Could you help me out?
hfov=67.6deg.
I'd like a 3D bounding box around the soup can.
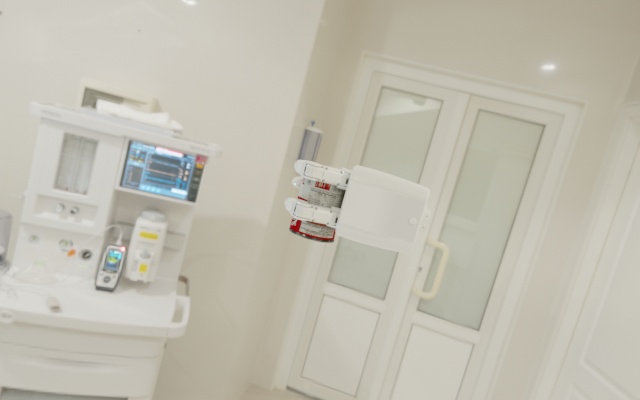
[{"bbox_3d":[0.000,0.002,0.685,0.068,0.102,0.068,15,7,-2],"label":"soup can"}]
